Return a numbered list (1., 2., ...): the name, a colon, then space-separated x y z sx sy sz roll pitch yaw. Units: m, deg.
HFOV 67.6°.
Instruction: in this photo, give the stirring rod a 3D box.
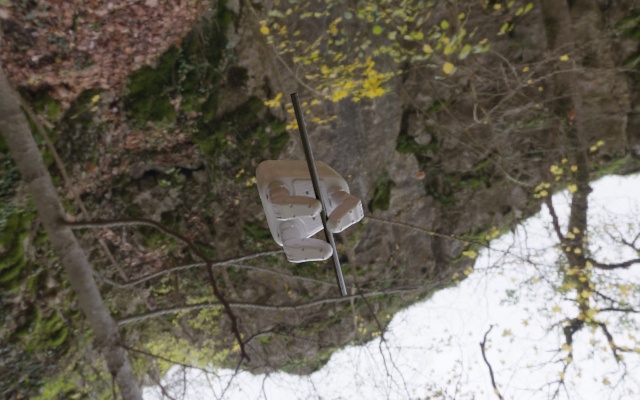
1. stirring rod: 0.000 0.002 0.523 0.011 0.240 0.011 -12 21 5
